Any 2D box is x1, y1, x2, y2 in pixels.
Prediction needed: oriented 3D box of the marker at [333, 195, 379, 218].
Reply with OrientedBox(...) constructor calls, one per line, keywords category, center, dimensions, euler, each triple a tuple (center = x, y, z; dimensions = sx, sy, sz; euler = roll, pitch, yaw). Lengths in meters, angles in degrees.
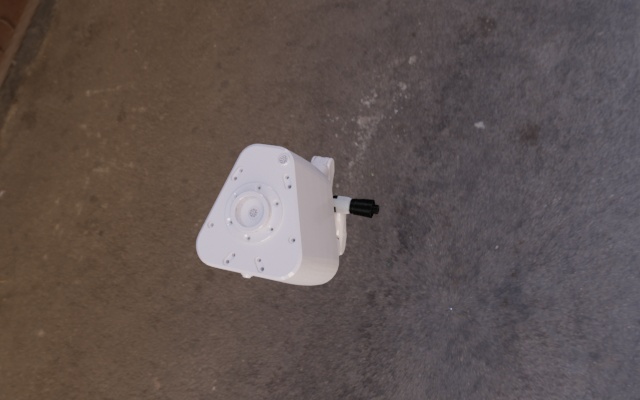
OrientedBox(category="marker", center=(0.000, 0.002, 0.489), dimensions=(0.121, 0.020, 0.020), euler=(8, 2, 17))
